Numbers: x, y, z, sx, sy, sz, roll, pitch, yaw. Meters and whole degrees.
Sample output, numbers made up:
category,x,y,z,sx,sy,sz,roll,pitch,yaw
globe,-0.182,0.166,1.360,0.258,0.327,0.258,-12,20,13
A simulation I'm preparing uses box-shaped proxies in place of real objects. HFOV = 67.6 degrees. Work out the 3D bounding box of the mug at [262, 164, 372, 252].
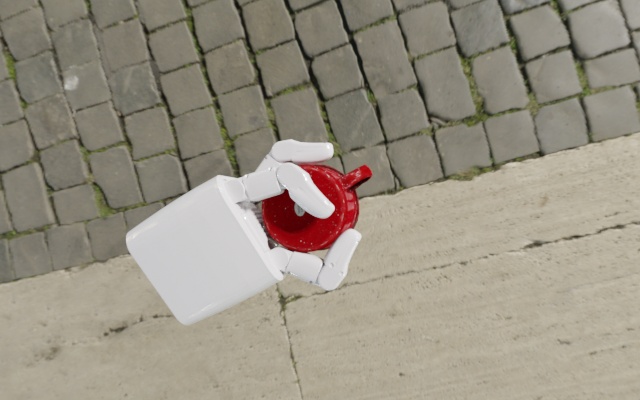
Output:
category,x,y,z,sx,sy,sz,roll,pitch,yaw
mug,0.001,0.001,0.473,0.117,0.093,0.081,-30,-4,7
